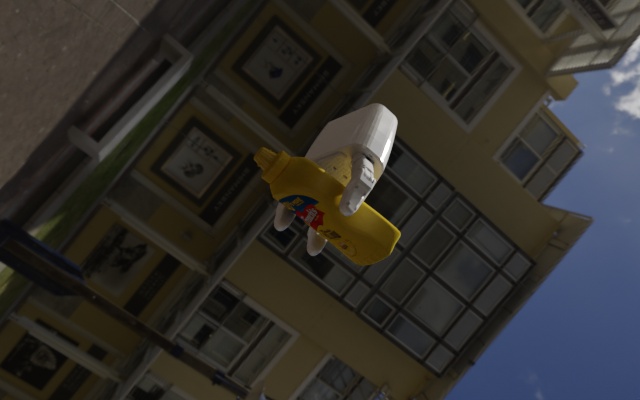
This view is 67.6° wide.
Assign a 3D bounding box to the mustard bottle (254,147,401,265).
[{"bbox_3d":[0.000,0.002,0.577,0.192,0.058,0.096,39,-21,-14],"label":"mustard bottle"}]
